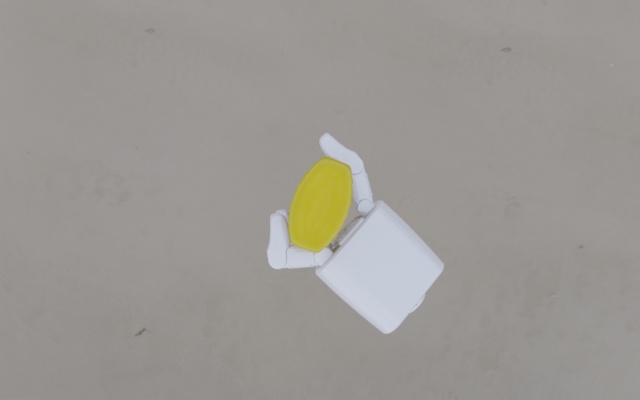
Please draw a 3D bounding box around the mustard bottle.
[{"bbox_3d":[0.000,0.002,0.562,0.058,0.096,0.191,19,2,-1],"label":"mustard bottle"}]
